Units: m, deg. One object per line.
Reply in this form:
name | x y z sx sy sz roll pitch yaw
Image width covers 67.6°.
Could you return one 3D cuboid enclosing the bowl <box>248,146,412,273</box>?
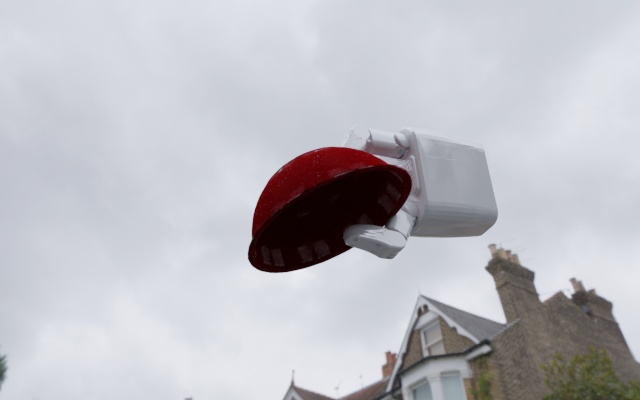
bowl | -0.001 0.001 0.436 0.162 0.055 0.162 -23 -26 -12
